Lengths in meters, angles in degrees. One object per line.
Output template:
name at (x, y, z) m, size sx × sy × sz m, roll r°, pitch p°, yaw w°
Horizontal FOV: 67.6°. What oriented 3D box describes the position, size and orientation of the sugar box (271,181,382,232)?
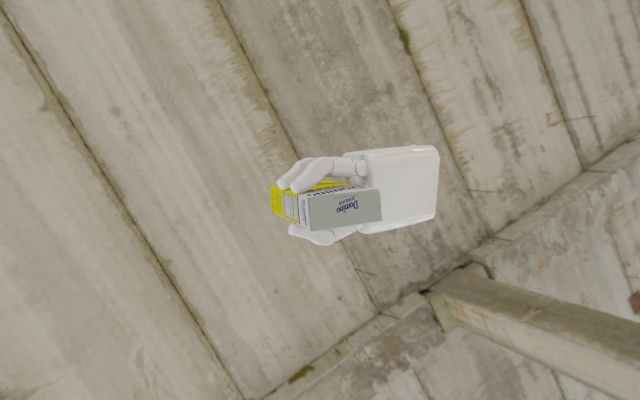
sugar box at (0.000, 0.001, 0.628) m, size 0.093 × 0.048 × 0.176 m, roll -8°, pitch 6°, yaw -20°
